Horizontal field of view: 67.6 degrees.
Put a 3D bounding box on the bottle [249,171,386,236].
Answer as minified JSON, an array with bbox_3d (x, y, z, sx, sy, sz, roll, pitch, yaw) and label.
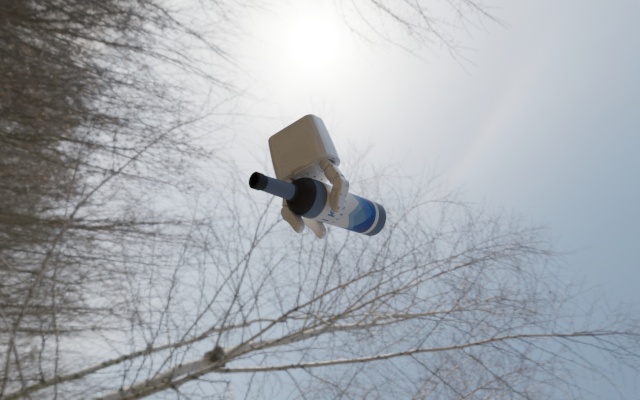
[{"bbox_3d":[0.000,0.003,0.825,0.069,0.069,0.296,0,-13,45],"label":"bottle"}]
